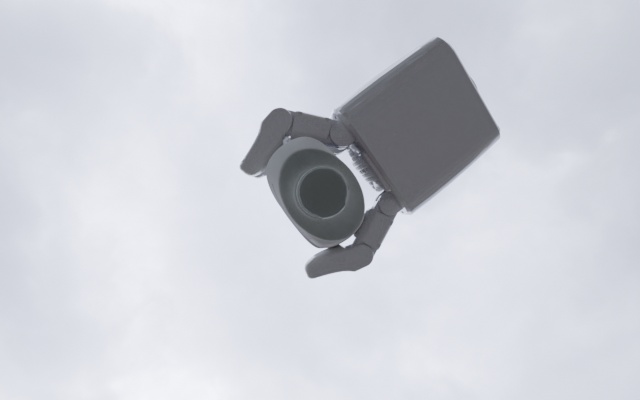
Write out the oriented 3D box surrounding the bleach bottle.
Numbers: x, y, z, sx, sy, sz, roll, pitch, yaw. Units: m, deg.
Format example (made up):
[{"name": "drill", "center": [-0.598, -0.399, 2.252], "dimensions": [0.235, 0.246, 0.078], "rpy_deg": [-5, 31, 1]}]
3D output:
[{"name": "bleach bottle", "center": [0.000, 0.001, 0.401], "dimensions": [0.068, 0.102, 0.251], "rpy_deg": [-38, 2, -2]}]
